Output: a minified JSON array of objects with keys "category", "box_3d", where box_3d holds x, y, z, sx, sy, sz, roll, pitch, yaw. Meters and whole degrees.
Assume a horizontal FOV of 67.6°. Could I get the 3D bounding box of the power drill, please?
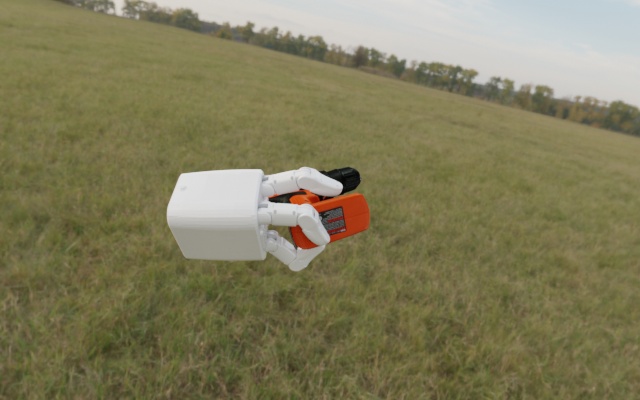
[{"category":"power drill","box_3d":[0.000,0.002,0.689,0.184,0.057,0.187,-18,18,-14]}]
